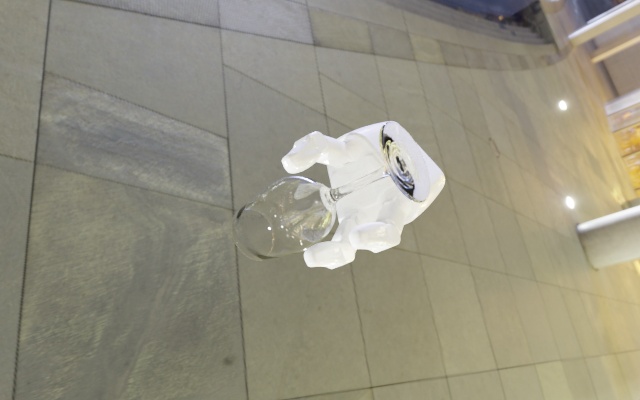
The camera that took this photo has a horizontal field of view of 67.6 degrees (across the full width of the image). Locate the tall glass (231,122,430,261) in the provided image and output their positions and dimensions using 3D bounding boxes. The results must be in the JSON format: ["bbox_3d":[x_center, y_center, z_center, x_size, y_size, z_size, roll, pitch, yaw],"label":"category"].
[{"bbox_3d":[0.000,0.001,0.462,0.201,0.079,0.079,-25,-15,35],"label":"tall glass"}]
